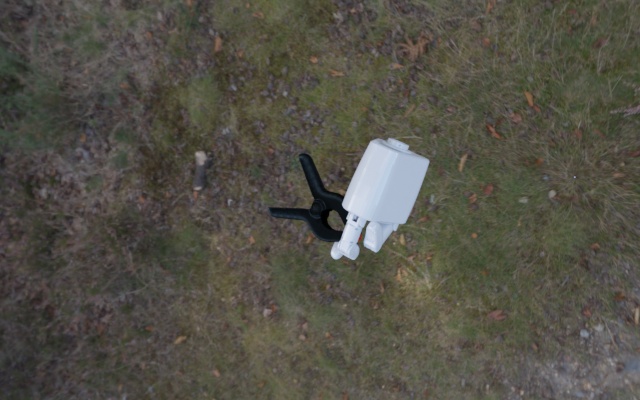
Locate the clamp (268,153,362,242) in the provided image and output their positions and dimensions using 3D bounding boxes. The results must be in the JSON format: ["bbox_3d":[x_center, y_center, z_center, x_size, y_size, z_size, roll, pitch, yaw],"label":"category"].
[{"bbox_3d":[0.000,0.003,0.769,0.171,0.120,0.039,27,15,24],"label":"clamp"}]
